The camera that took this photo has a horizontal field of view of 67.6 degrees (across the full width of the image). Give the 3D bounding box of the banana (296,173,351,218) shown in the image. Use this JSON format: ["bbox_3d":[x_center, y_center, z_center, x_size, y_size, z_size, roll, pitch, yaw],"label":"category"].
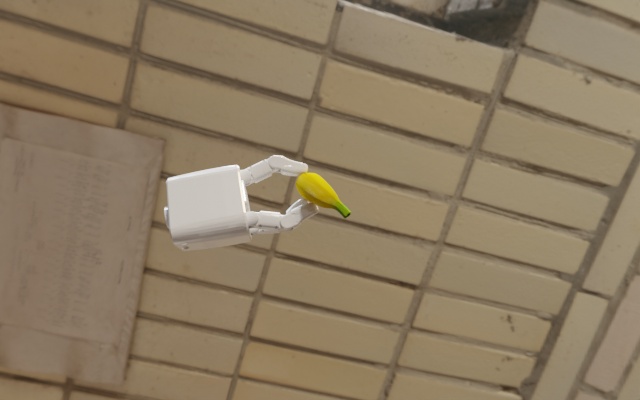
[{"bbox_3d":[-0.009,-0.012,0.716,0.037,0.070,0.197,-36,13,-5],"label":"banana"}]
